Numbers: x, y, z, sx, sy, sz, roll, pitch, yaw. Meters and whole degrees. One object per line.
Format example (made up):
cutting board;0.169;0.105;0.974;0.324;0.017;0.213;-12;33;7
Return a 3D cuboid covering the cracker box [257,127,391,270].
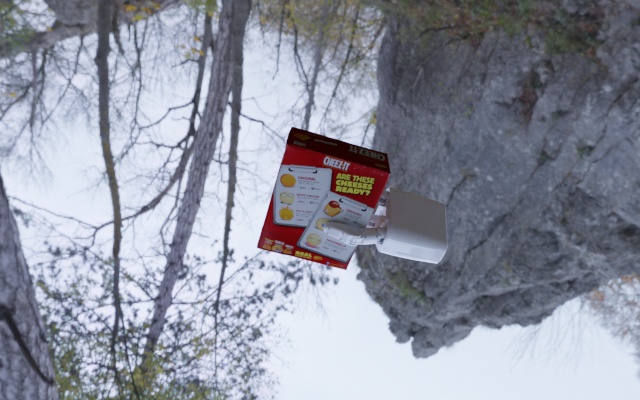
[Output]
cracker box;0.000;0.003;0.786;0.164;0.214;0.072;15;35;-7
